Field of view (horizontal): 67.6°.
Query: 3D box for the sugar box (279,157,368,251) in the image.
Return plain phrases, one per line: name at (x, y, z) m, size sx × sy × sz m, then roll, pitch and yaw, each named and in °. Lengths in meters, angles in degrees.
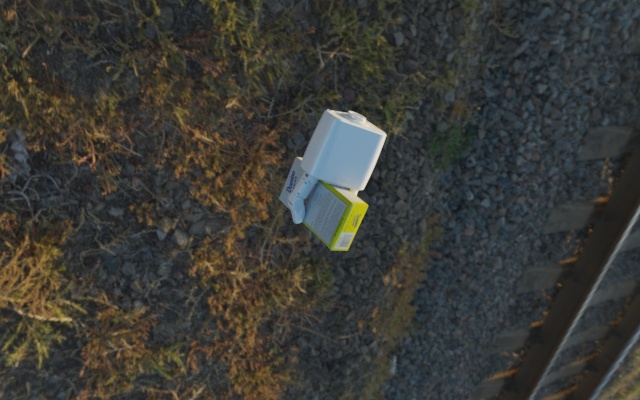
sugar box at (0.001, 0.003, 0.839) m, size 0.048 × 0.093 × 0.176 m, roll 7°, pitch 25°, yaw -39°
